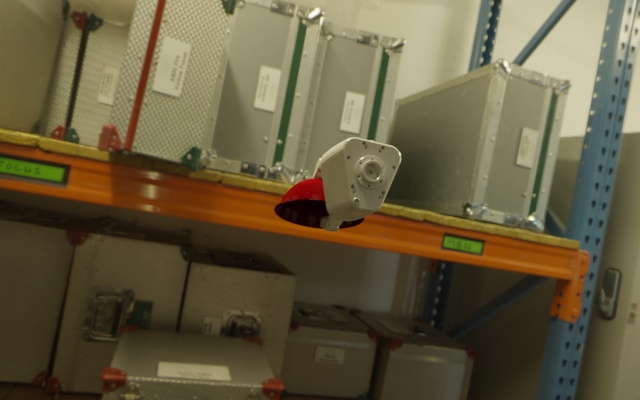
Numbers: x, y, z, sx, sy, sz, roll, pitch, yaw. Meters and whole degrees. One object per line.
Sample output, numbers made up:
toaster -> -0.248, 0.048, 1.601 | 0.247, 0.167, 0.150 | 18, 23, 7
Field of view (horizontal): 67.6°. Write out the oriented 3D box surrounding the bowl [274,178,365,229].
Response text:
bowl -> -0.001, 0.003, 0.860 | 0.162, 0.055, 0.162 | 5, -20, 2
